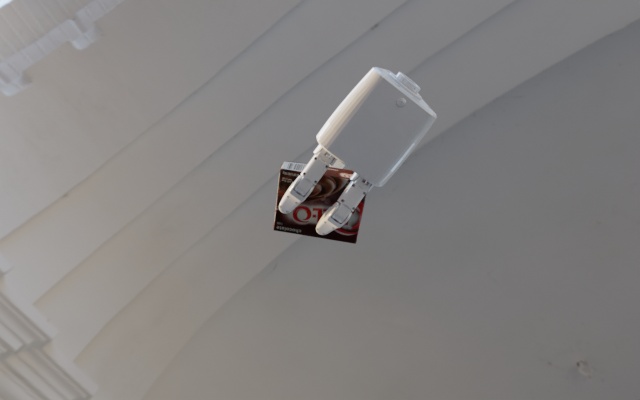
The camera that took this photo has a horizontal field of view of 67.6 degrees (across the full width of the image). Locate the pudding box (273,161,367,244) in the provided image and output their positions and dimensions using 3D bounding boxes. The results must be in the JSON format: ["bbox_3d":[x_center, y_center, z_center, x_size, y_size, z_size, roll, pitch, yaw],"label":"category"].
[{"bbox_3d":[0.000,0.002,0.617,0.113,0.090,0.039,10,26,3],"label":"pudding box"}]
